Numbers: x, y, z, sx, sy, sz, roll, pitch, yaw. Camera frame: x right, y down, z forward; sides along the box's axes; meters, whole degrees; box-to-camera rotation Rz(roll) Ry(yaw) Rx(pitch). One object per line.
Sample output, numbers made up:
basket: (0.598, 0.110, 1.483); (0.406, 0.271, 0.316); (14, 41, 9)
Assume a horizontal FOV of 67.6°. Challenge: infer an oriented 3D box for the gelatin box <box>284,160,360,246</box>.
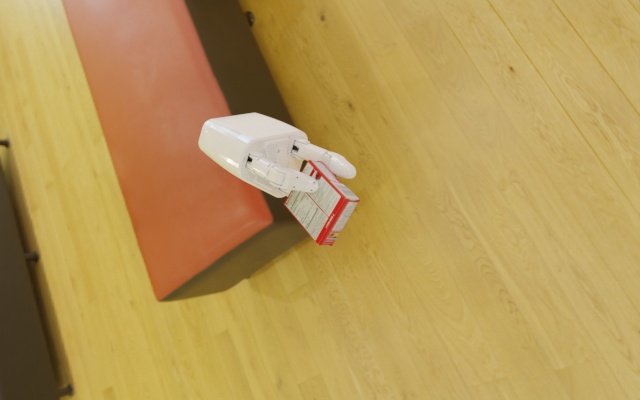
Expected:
gelatin box: (0.000, 0.002, 0.606); (0.030, 0.073, 0.089); (6, 32, -44)
